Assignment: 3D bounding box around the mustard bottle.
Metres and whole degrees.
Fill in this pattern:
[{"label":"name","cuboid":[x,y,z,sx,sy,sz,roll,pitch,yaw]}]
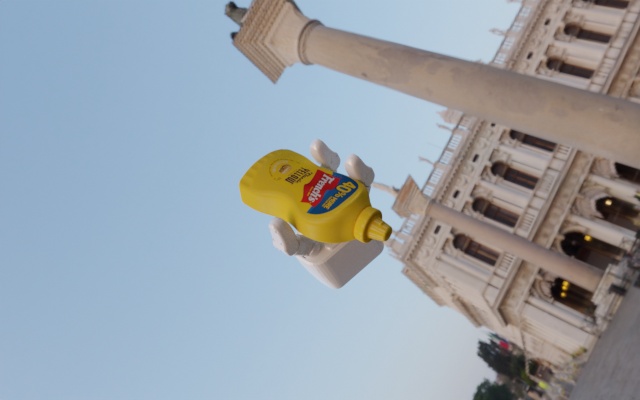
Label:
[{"label":"mustard bottle","cuboid":[0.000,0.002,0.570,0.191,0.058,0.096,26,47,30]}]
